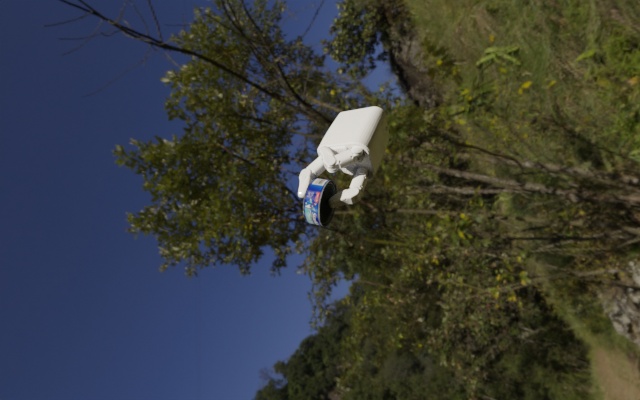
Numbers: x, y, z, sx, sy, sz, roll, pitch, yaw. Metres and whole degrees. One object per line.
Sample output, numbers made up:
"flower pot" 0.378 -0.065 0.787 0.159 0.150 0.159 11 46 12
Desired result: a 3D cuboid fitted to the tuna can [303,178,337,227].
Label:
"tuna can" 0.000 0.003 0.872 0.034 0.086 0.086 10 4 21
